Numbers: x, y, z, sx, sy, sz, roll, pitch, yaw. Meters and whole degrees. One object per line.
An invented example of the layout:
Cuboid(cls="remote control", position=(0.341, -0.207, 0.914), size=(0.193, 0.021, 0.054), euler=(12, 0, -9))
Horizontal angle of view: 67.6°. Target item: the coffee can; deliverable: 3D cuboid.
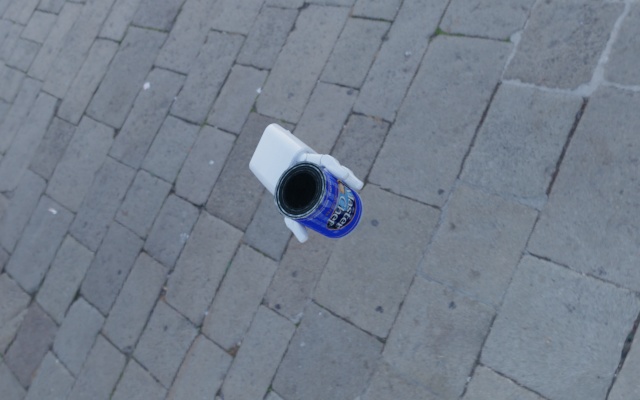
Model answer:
Cuboid(cls="coffee can", position=(0.000, 0.003, 0.842), size=(0.103, 0.102, 0.140), euler=(0, -17, 32))
